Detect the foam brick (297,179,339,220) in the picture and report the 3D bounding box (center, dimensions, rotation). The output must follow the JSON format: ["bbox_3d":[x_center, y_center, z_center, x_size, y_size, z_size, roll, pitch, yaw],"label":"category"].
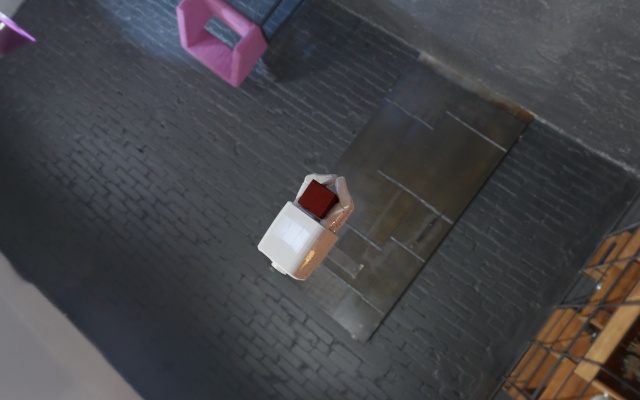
[{"bbox_3d":[0.000,0.003,0.868,0.053,0.051,0.078,35,-2,16],"label":"foam brick"}]
